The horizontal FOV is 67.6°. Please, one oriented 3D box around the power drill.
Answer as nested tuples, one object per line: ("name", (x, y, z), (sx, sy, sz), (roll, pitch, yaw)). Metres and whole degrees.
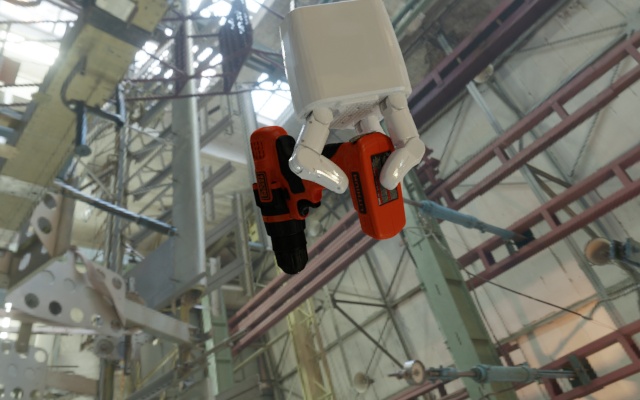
("power drill", (0.000, 0.001, 0.532), (0.187, 0.184, 0.057), (-1, 15, 43))
